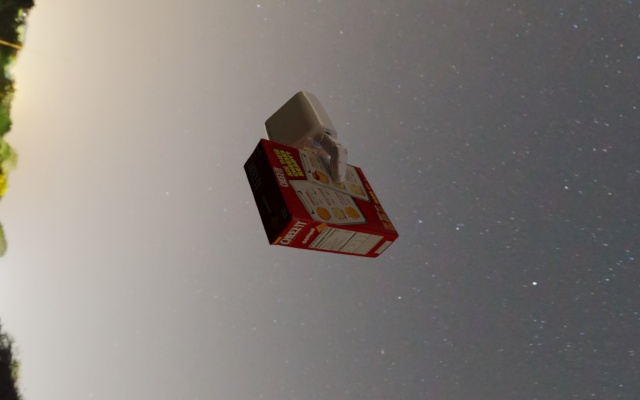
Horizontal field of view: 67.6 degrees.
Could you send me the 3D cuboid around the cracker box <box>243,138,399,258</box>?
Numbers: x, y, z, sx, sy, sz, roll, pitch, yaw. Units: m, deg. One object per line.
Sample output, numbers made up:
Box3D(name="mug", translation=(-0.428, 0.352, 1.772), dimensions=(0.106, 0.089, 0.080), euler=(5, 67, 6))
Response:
Box3D(name="cracker box", translation=(0.000, 0.002, 0.754), dimensions=(0.214, 0.164, 0.072), euler=(12, -50, -38))
